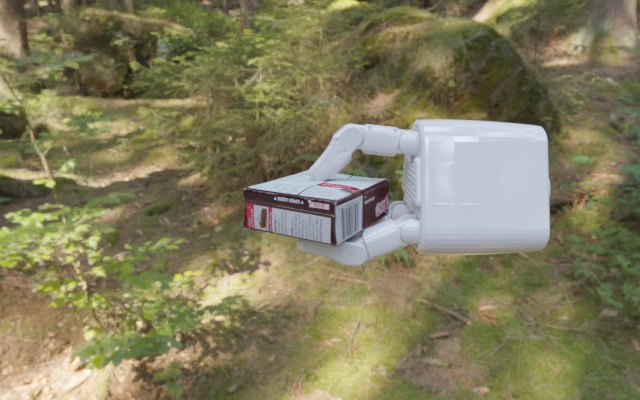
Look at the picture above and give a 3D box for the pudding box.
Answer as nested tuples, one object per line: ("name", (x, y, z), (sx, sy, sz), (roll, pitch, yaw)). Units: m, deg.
("pudding box", (0.000, 0.001, 0.423), (0.090, 0.039, 0.113), (8, 14, 28))
